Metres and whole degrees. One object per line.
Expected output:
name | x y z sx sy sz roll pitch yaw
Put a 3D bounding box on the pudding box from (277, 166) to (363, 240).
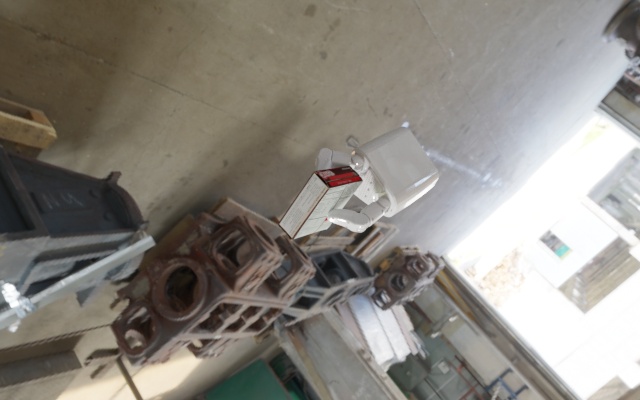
pudding box | 0.000 0.002 0.704 0.039 0.113 0.090 47 32 22
